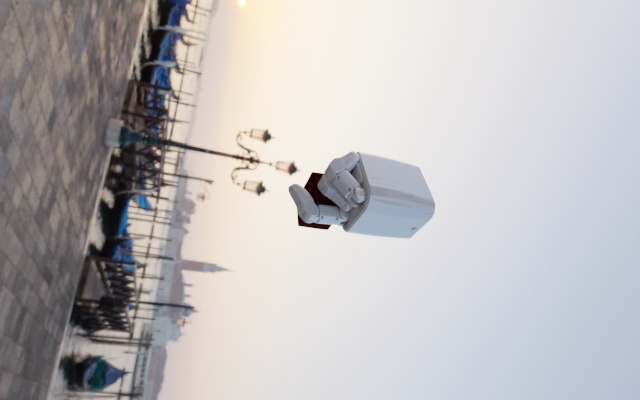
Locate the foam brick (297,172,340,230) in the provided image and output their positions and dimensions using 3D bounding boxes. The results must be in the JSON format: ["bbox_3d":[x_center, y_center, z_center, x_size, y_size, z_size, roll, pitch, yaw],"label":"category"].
[{"bbox_3d":[0.000,0.002,0.717,0.051,0.053,0.078,9,-33,-18],"label":"foam brick"}]
